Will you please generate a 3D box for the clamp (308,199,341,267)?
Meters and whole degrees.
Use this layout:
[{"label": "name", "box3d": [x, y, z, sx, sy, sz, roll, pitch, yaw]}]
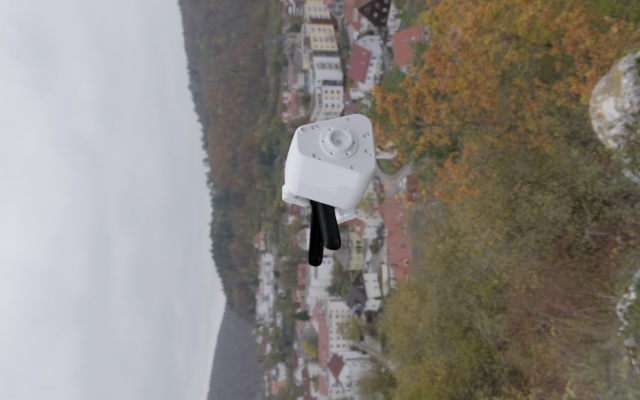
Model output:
[{"label": "clamp", "box3d": [-0.001, 0.002, 0.776, 0.036, 0.210, 0.165, 2, -23, -11]}]
